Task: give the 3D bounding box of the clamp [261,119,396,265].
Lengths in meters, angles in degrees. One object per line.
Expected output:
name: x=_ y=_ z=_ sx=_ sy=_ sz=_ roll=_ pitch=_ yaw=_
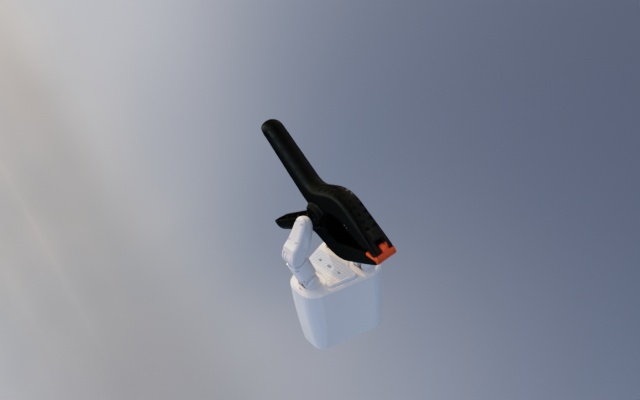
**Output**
clamp: x=0.000 y=0.003 z=0.550 sx=0.036 sy=0.165 sz=0.210 roll=-31 pitch=40 yaw=-27
